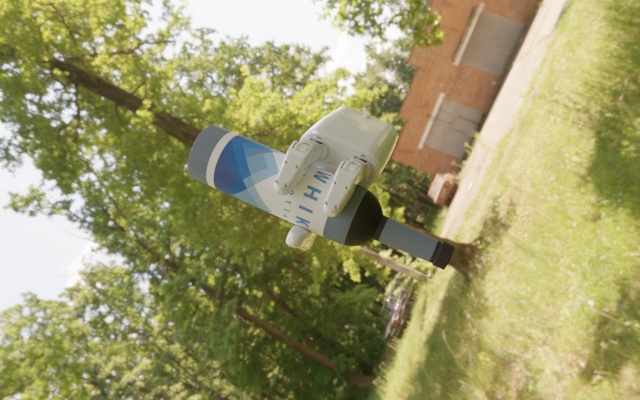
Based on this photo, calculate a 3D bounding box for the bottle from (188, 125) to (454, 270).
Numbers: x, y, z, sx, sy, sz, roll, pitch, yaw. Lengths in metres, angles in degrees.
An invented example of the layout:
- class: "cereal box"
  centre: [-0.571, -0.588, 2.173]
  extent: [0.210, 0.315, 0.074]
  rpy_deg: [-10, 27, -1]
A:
- class: "bottle"
  centre: [0.000, 0.002, 0.519]
  extent: [0.295, 0.069, 0.069]
  rpy_deg: [23, 5, 11]
